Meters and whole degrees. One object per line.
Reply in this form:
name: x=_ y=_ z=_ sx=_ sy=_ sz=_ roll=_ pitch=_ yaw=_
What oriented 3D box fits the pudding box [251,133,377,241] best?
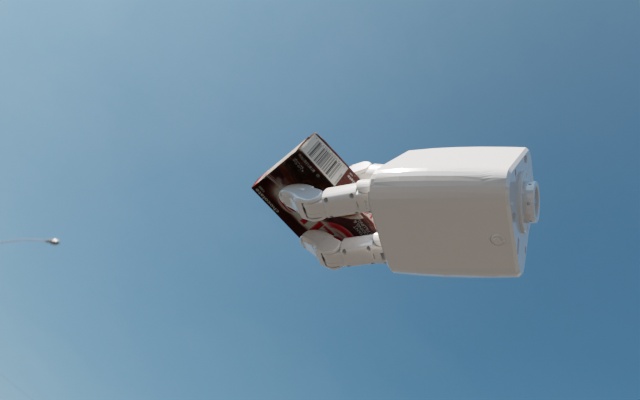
pudding box: x=0.000 y=0.001 z=0.467 sx=0.090 sy=0.113 sz=0.039 roll=-33 pitch=12 yaw=46
